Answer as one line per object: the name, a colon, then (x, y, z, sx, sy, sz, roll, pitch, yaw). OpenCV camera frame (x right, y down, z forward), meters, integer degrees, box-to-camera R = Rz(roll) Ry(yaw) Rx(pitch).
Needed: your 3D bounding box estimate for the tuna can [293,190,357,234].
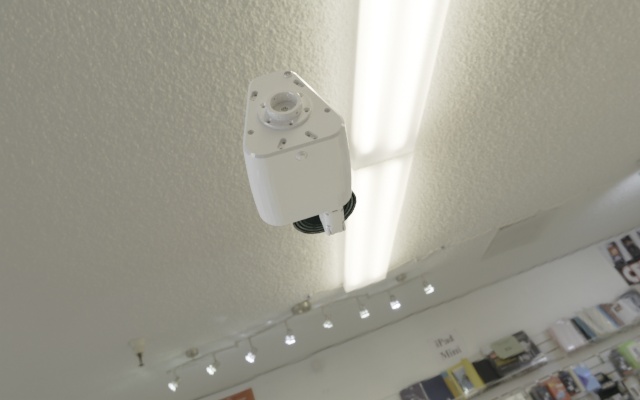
tuna can: (0.000, 0.002, 0.598, 0.086, 0.033, 0.086, -16, -38, -13)
